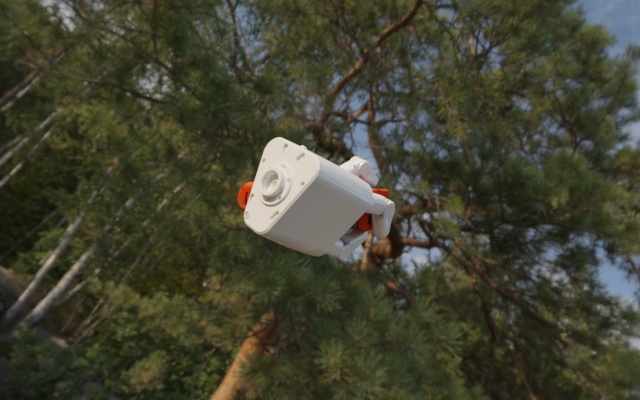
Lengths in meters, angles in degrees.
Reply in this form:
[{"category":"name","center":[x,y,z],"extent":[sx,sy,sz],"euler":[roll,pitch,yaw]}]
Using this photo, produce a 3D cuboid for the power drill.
[{"category":"power drill","center":[0.000,0.002,0.698],"extent":[0.187,0.057,0.184],"euler":[5,6,24]}]
